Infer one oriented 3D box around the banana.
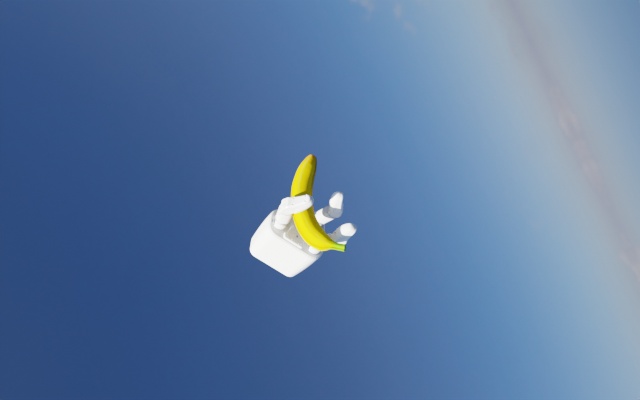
[{"bbox_3d":[-0.017,0.010,0.823,0.069,0.197,0.037,-13,-27,-10],"label":"banana"}]
